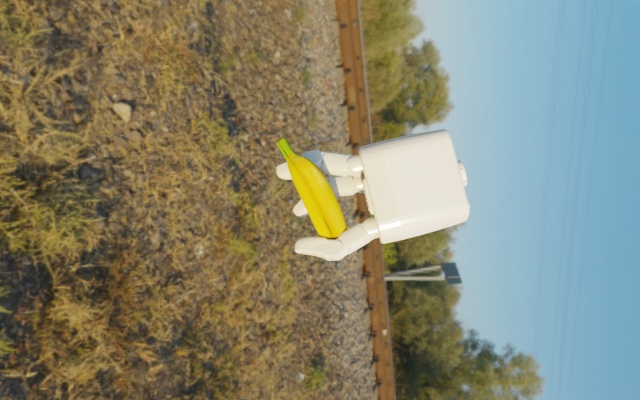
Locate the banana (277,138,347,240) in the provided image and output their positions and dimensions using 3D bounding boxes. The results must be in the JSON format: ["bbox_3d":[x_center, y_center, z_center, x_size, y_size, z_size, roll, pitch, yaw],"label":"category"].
[{"bbox_3d":[0.004,0.012,0.568,0.037,0.069,0.198,-24,-45,0],"label":"banana"}]
